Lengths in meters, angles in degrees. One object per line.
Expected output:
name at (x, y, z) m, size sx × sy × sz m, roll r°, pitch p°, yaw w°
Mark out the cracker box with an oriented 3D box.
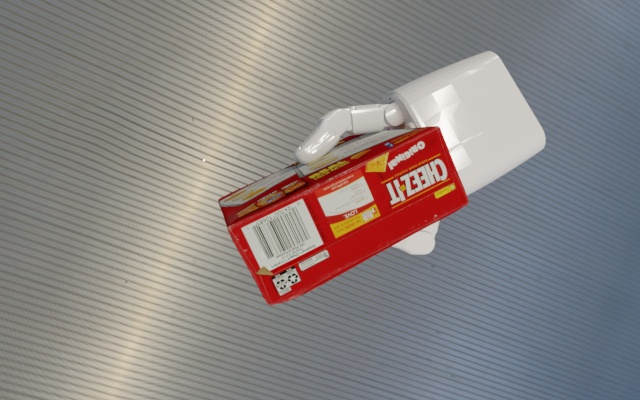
cracker box at (0.000, 0.001, 0.424) m, size 0.164 × 0.072 × 0.213 m, roll -27°, pitch 10°, yaw -10°
